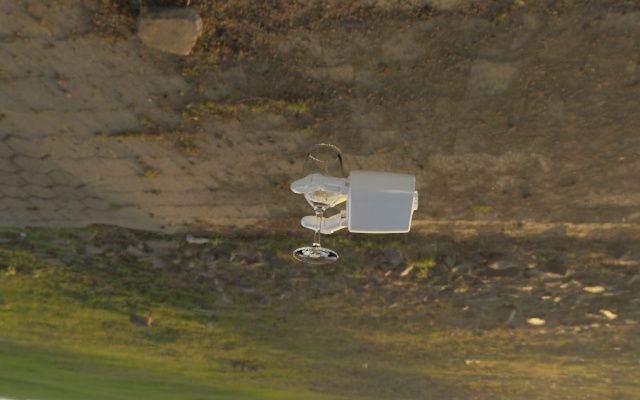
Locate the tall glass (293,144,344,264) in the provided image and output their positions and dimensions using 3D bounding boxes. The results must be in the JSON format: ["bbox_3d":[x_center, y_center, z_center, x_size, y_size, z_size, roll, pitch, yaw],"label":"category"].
[{"bbox_3d":[0.000,0.003,0.826,0.079,0.201,0.079,4,-26,2],"label":"tall glass"}]
